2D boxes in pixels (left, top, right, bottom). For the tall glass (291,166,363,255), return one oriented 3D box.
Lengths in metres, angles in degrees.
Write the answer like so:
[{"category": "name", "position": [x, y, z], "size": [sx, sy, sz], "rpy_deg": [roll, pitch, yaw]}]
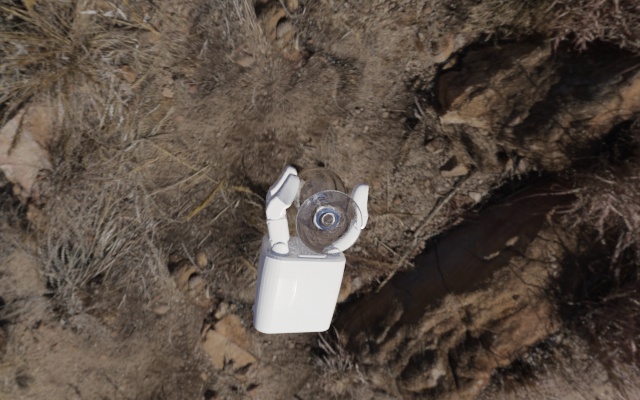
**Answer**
[{"category": "tall glass", "position": [0.000, 0.002, 0.620], "size": [0.079, 0.079, 0.201], "rpy_deg": [0, 14, -6]}]
